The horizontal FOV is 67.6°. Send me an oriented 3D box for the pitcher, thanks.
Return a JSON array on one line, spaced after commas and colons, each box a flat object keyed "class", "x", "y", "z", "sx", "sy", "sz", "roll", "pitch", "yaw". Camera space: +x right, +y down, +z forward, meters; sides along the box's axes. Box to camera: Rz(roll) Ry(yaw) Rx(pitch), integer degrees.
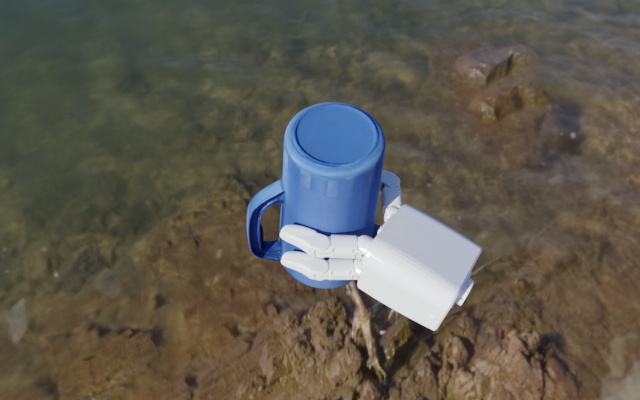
[{"class": "pitcher", "x": 0.000, "y": 0.002, "z": 0.592, "sx": 0.145, "sy": 0.149, "sz": 0.243, "roll": 30, "pitch": -31, "yaw": 18}]
